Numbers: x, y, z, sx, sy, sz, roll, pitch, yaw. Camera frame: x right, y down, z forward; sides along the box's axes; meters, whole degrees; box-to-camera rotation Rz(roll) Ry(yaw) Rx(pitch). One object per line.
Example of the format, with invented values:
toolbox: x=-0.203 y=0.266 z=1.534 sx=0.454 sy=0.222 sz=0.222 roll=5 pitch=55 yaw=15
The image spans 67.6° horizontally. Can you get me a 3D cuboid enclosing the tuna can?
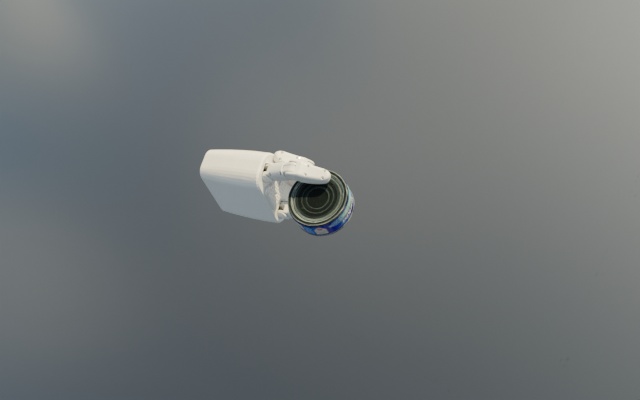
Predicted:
tuna can: x=0.000 y=0.002 z=0.638 sx=0.086 sy=0.086 sz=0.034 roll=0 pitch=-25 yaw=19
